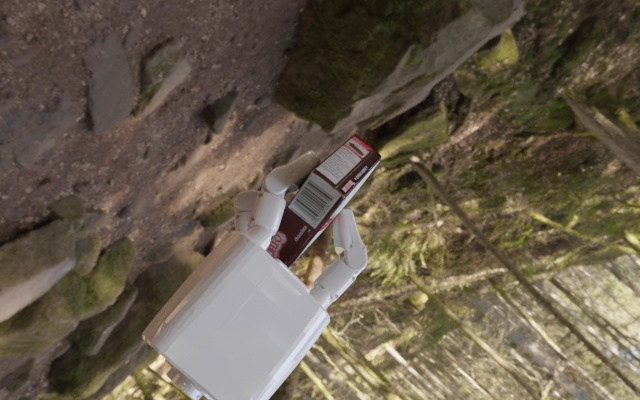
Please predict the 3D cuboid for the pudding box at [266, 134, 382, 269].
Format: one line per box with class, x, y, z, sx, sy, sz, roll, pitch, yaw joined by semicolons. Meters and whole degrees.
pudding box;0.000;0.002;0.447;0.113;0.039;0.090;-51;-3;39
